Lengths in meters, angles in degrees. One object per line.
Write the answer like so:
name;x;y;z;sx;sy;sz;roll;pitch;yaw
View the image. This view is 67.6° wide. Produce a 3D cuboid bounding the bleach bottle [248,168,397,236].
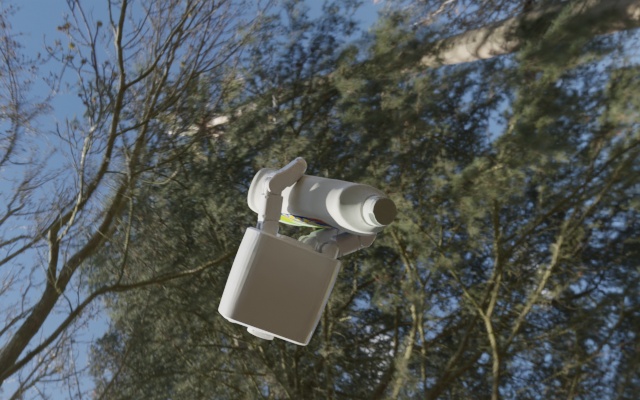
bleach bottle;0.000;0.002;0.582;0.102;0.068;0.251;22;-7;-26
